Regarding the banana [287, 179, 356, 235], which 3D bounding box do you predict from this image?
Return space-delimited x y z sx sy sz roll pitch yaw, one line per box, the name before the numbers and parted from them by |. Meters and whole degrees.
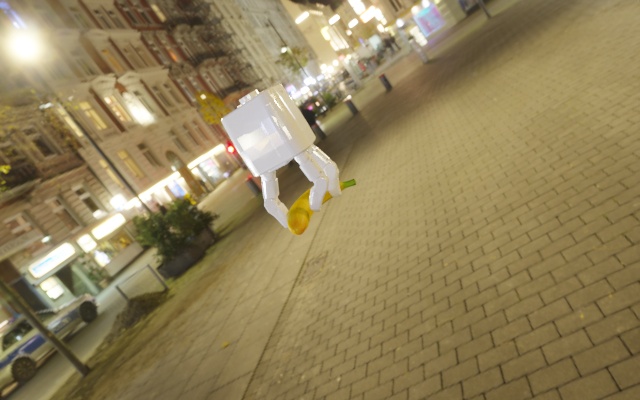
banana | -0.012 0.005 0.802 0.069 0.037 0.197 -17 17 38
